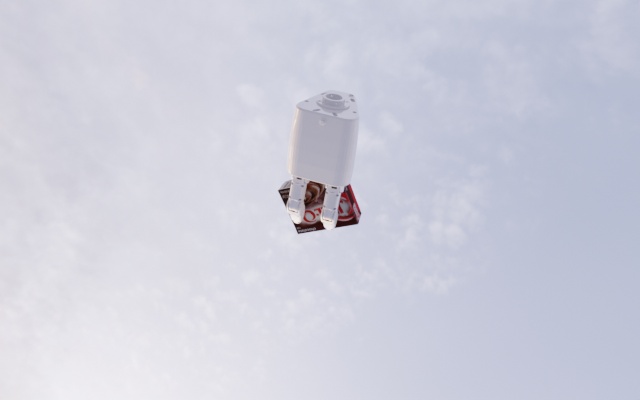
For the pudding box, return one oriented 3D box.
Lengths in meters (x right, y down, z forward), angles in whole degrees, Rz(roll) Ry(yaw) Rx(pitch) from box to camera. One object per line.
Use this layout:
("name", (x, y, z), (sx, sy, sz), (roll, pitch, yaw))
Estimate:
("pudding box", (0.000, 0.002, 0.776), (0.113, 0.090, 0.039), (-10, 27, 25))
